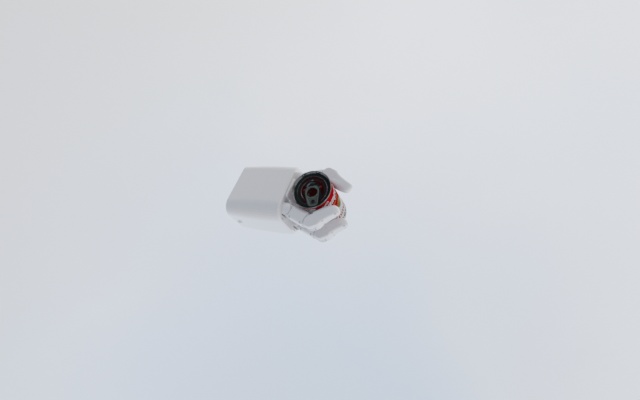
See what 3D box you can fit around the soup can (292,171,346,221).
[{"bbox_3d":[0.001,0.003,0.816,0.068,0.068,0.102,0,-25,20],"label":"soup can"}]
